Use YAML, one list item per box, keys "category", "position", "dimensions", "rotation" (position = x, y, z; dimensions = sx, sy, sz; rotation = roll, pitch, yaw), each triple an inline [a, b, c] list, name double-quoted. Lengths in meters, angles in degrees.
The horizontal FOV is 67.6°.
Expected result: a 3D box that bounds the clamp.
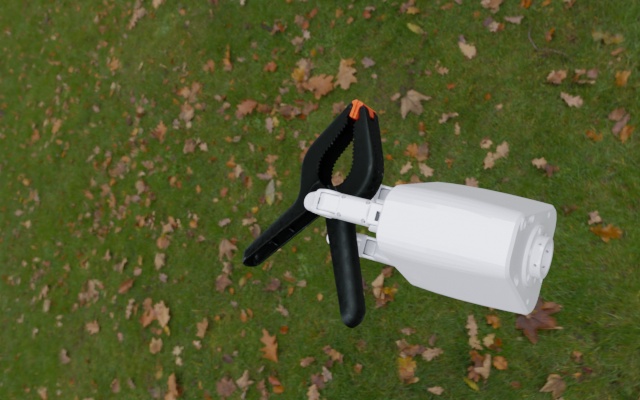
- category: "clamp"
  position: [0.000, 0.001, 0.482]
  dimensions: [0.164, 0.210, 0.036]
  rotation: [12, -5, 39]
